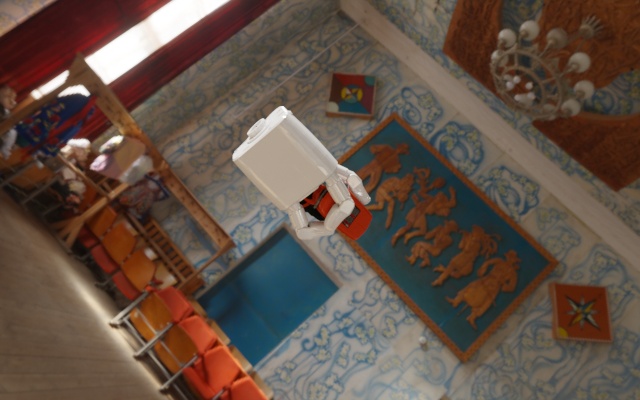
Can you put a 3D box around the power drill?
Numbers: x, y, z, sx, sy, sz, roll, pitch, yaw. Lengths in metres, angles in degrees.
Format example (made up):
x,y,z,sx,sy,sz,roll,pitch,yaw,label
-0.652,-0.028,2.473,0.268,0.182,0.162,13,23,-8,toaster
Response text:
x,y,z,sx,sy,sz,roll,pitch,yaw,label
0.000,0.003,0.813,0.184,0.057,0.187,40,-9,-38,power drill
